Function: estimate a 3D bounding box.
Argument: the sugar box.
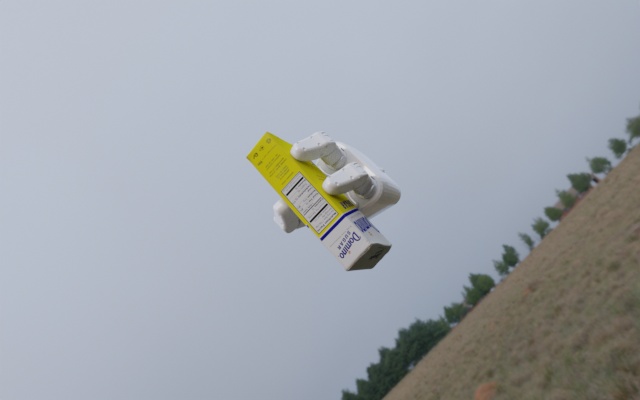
[{"bbox_3d":[0.000,0.001,0.541,0.176,0.048,0.093,44,11,20],"label":"sugar box"}]
